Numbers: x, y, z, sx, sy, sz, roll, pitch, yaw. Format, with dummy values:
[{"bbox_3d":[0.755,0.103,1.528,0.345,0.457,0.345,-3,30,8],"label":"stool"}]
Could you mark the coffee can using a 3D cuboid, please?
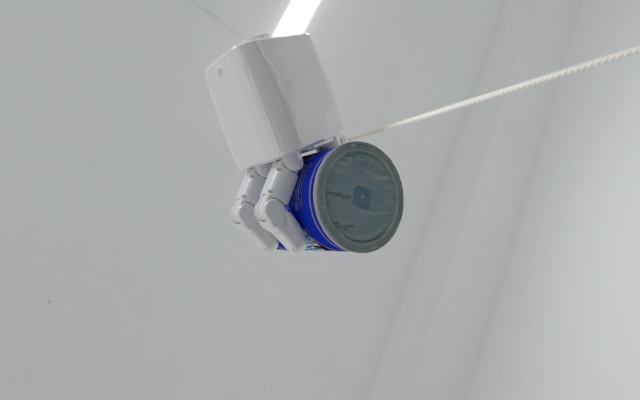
[{"bbox_3d":[0.000,0.002,0.491,0.103,0.103,0.140,0,-4,-34],"label":"coffee can"}]
